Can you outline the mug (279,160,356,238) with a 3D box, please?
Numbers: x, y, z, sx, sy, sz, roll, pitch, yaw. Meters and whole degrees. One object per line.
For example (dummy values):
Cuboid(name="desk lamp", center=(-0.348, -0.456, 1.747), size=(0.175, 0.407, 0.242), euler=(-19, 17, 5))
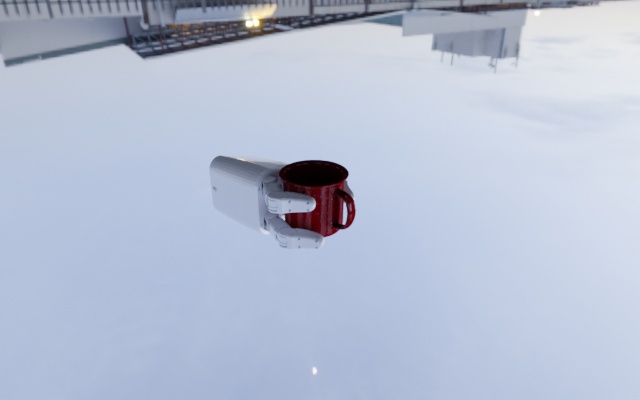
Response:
Cuboid(name="mug", center=(0.001, 0.003, 0.644), size=(0.117, 0.081, 0.093), euler=(21, 33, 36))
